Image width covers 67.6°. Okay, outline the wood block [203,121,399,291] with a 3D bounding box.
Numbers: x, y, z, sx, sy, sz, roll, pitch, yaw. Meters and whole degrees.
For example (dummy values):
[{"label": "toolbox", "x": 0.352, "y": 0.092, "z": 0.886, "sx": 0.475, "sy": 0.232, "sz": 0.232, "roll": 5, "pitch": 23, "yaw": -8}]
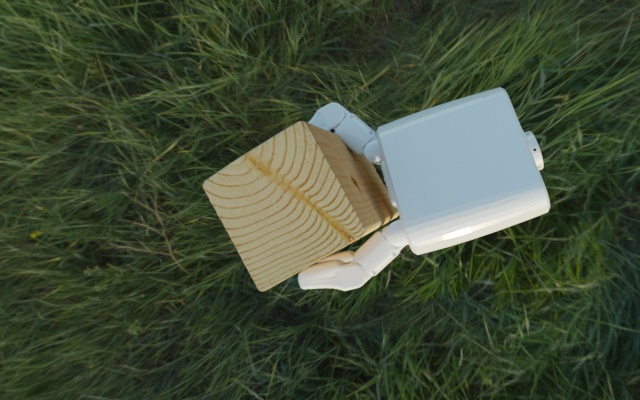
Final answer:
[{"label": "wood block", "x": 0.000, "y": 0.001, "z": 0.422, "sx": 0.090, "sy": 0.091, "sz": 0.206, "roll": -30, "pitch": -7, "yaw": 14}]
